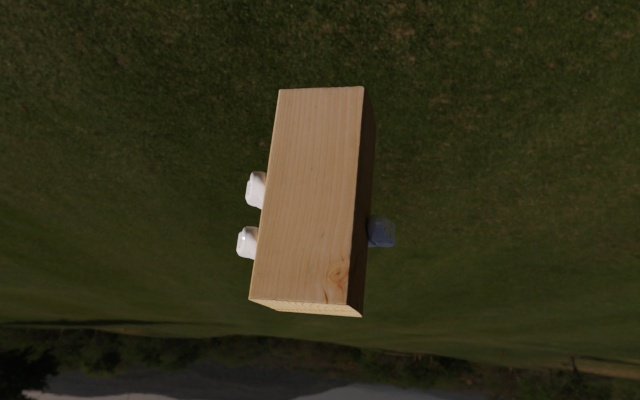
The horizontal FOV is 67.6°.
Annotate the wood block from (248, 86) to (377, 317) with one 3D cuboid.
[{"bbox_3d":[0.000,0.002,0.468,0.091,0.206,0.090,1,-19,14],"label":"wood block"}]
